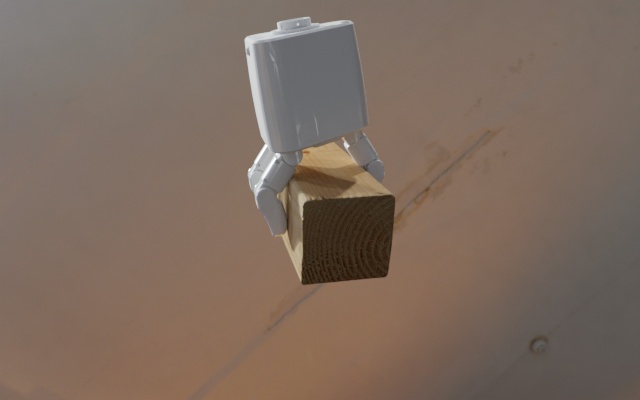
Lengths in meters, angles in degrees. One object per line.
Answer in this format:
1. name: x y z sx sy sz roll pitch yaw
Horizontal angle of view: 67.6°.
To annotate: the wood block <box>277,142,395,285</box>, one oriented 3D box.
1. wood block: 0.000 0.001 0.538 0.091 0.090 0.206 -4 22 -14
